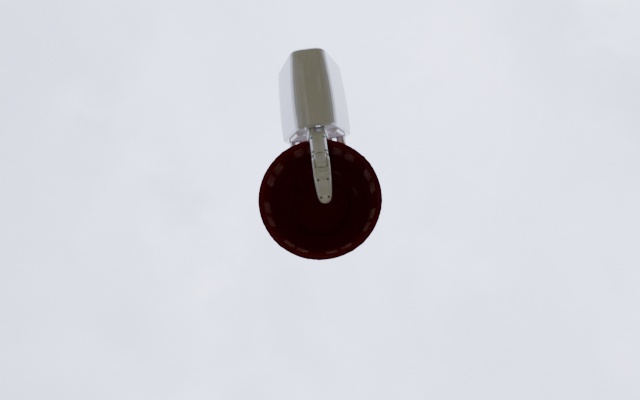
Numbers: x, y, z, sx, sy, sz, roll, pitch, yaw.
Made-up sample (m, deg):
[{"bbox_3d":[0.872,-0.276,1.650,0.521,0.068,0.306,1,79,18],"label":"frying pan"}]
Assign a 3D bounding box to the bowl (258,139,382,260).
[{"bbox_3d":[0.000,0.004,0.645,0.162,0.162,0.055,0,-12,2],"label":"bowl"}]
